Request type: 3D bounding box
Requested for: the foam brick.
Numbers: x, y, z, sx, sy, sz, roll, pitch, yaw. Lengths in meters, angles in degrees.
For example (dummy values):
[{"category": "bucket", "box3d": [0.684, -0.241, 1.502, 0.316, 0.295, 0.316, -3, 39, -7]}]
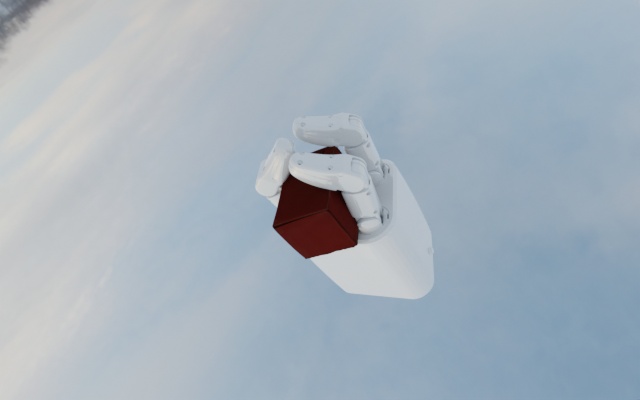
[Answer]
[{"category": "foam brick", "box3d": [0.000, 0.002, 0.405, 0.053, 0.078, 0.051, -17, -48, 26]}]
